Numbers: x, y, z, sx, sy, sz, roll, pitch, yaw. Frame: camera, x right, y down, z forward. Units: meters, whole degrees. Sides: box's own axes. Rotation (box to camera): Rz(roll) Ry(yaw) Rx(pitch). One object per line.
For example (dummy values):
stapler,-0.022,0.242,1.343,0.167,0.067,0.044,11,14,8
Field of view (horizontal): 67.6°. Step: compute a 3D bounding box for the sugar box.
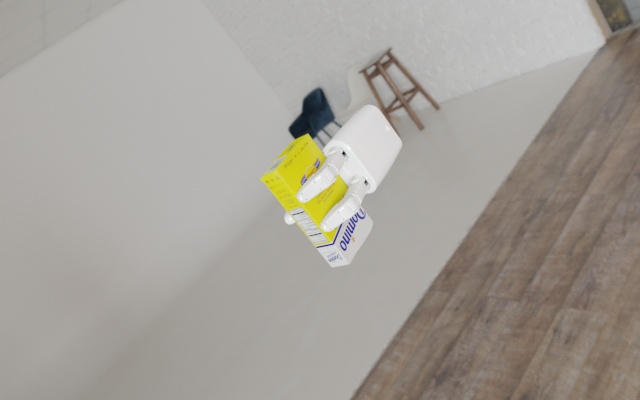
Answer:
sugar box,0.000,0.002,0.690,0.048,0.176,0.093,-20,26,47
